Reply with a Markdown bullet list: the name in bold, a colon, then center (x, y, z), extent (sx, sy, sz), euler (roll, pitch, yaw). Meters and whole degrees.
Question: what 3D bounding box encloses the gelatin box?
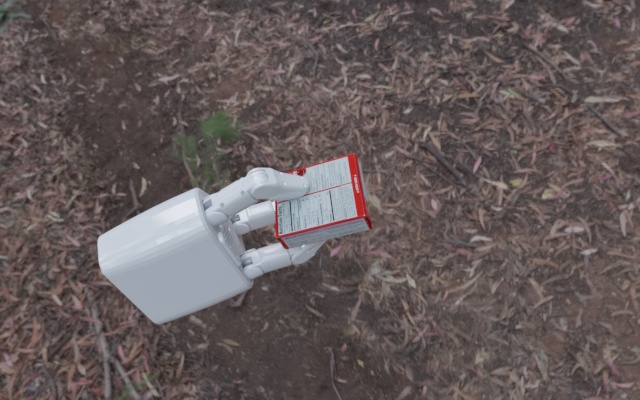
- **gelatin box**: center (0.000, 0.001, 0.460), extent (0.089, 0.073, 0.030), euler (-15, -35, 13)
